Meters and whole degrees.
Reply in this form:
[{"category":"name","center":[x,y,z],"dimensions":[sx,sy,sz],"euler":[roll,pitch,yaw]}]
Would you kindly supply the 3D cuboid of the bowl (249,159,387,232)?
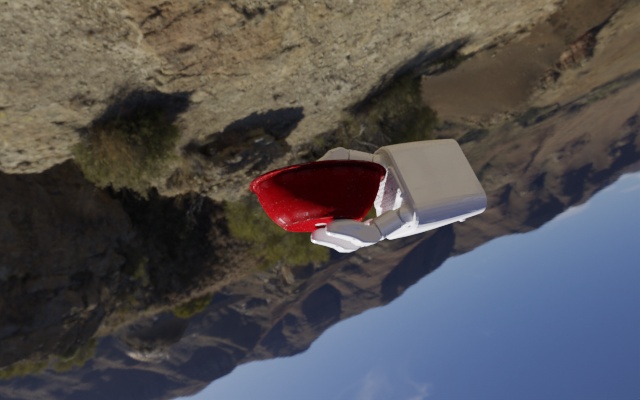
[{"category":"bowl","center":[-0.001,0.002,0.556],"dimensions":[0.162,0.055,0.162],"euler":[-6,-12,-1]}]
